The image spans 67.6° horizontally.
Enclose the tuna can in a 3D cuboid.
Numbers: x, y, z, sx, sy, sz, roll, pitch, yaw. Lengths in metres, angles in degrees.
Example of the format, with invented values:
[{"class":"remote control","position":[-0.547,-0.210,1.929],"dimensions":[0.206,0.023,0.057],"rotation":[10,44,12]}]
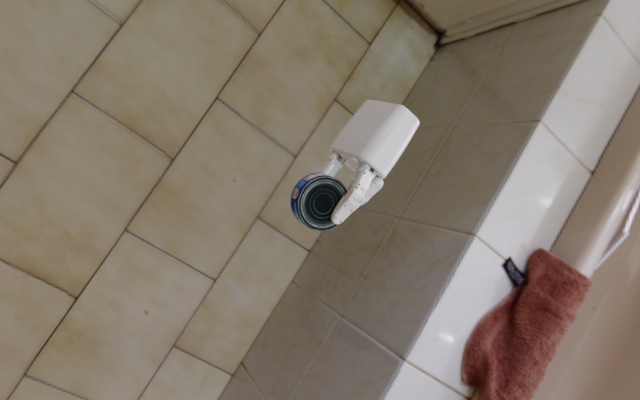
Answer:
[{"class":"tuna can","position":[0.000,0.003,0.721],"dimensions":[0.086,0.086,0.033],"rotation":[0,10,-21]}]
